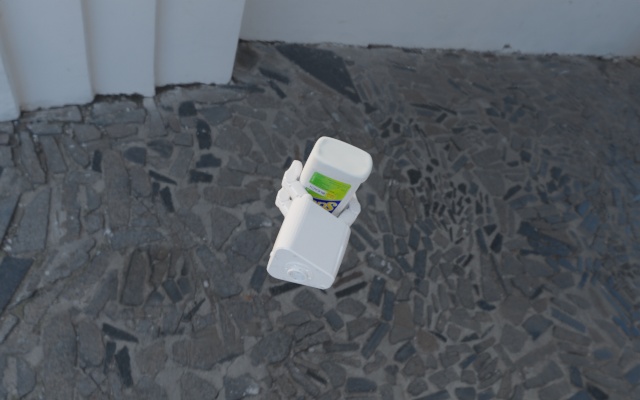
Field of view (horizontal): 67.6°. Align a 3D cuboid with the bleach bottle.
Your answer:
[{"bbox_3d":[0.000,0.003,0.854,0.102,0.068,0.251,23,-41,-3],"label":"bleach bottle"}]
